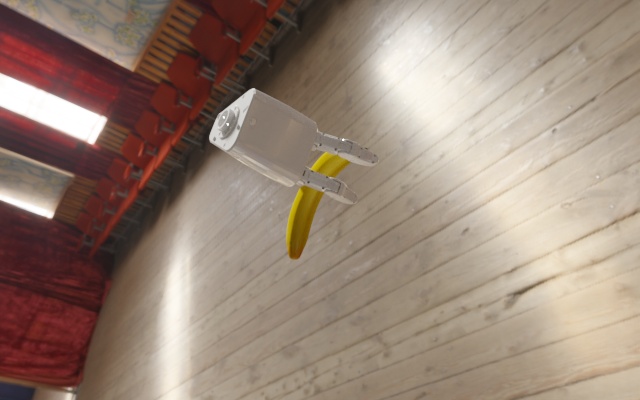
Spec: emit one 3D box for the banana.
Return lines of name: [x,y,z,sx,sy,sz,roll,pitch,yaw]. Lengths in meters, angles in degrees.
banana: [-0.007,-0.007,0.720,0.037,0.198,0.069,28,6,-35]
